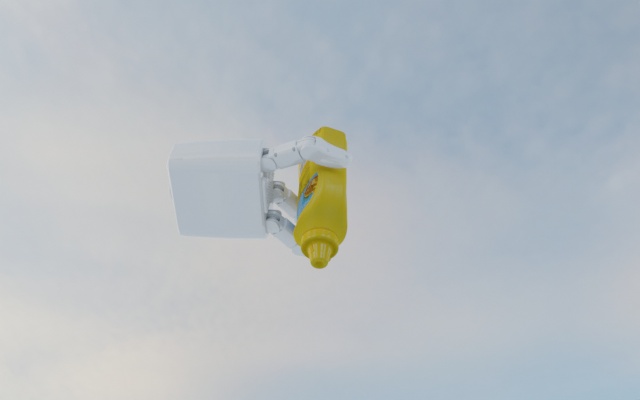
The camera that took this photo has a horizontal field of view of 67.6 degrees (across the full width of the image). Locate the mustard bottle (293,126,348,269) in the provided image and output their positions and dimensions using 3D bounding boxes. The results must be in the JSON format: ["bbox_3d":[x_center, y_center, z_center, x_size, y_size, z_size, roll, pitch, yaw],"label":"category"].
[{"bbox_3d":[0.000,0.002,0.565,0.058,0.096,0.191,17,40,-12],"label":"mustard bottle"}]
